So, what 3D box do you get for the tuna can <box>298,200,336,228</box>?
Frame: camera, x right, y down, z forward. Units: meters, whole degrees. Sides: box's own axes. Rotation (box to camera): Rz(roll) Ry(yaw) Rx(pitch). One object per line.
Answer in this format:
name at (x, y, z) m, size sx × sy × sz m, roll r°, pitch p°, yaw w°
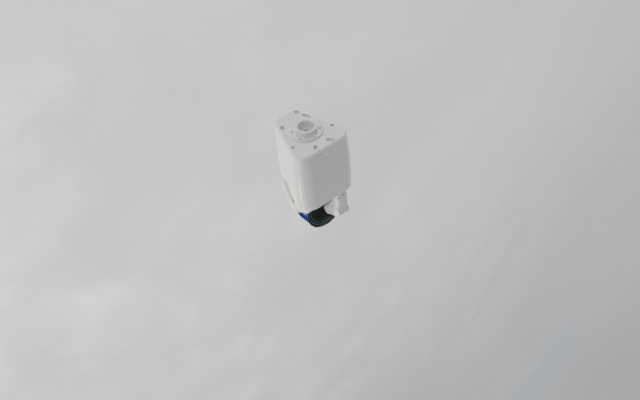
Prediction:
tuna can at (0.000, 0.003, 0.843) m, size 0.086 × 0.086 × 0.033 m, roll 0°, pitch 29°, yaw -49°
